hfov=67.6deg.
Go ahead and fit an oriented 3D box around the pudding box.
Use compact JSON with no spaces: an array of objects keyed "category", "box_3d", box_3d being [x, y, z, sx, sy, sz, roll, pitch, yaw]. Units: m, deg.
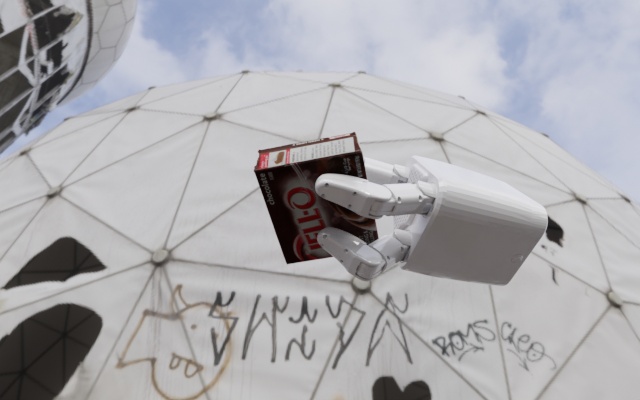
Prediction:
[{"category":"pudding box","box_3d":[0.000,0.001,0.425,0.090,0.114,0.039,-11,35,6]}]
